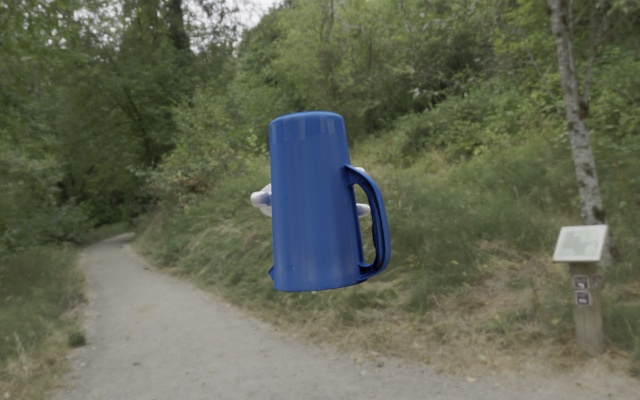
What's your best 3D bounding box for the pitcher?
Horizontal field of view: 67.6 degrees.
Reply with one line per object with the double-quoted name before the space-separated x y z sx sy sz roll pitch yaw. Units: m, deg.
"pitcher" 0.000 0.002 0.672 0.149 0.243 0.145 -5 -1 -16
